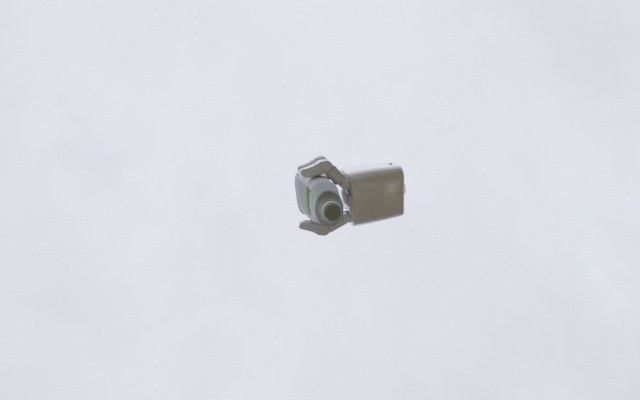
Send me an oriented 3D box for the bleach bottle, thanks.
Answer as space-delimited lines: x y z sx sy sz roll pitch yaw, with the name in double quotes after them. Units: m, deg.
0.000 0.003 0.890 0.068 0.102 0.250 -11 13 -7 "bleach bottle"
